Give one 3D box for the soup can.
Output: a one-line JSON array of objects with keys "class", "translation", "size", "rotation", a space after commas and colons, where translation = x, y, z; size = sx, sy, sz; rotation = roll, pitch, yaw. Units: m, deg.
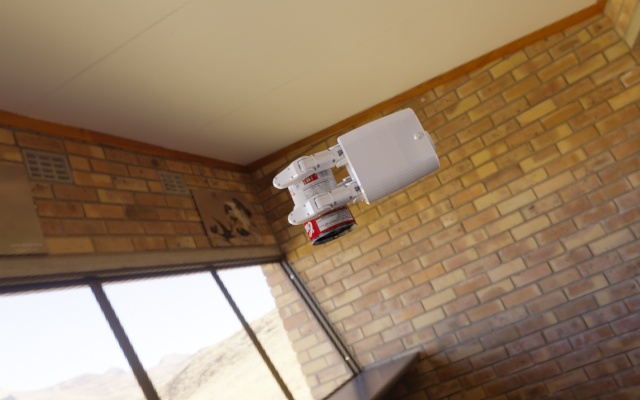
[{"class": "soup can", "translation": [0.000, 0.002, 0.660], "size": [0.068, 0.102, 0.068], "rotation": [-22, -14, -6]}]
